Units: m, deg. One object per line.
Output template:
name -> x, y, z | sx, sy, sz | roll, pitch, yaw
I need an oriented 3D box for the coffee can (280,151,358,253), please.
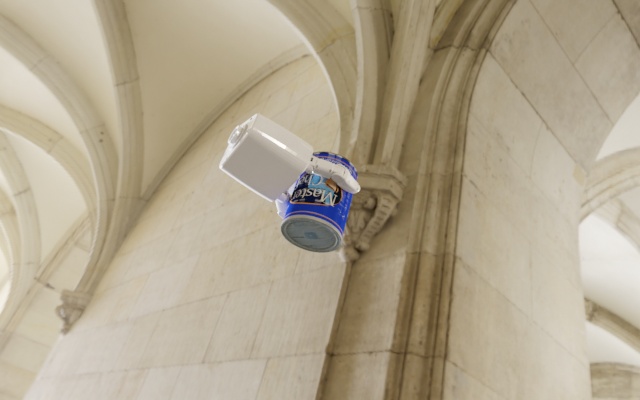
coffee can -> 0.000, 0.003, 0.810 | 0.103, 0.140, 0.103 | 11, -34, 8
